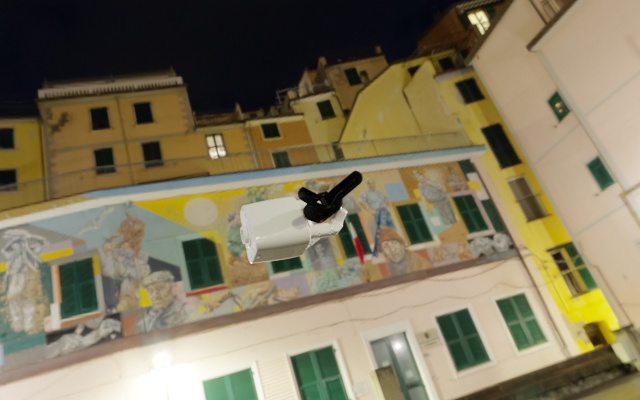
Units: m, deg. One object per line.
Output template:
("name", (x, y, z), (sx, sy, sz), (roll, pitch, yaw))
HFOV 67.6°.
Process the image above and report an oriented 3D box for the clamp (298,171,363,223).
("clamp", (0.000, 0.002, 0.889), (0.120, 0.039, 0.171), (-8, -25, -22))
